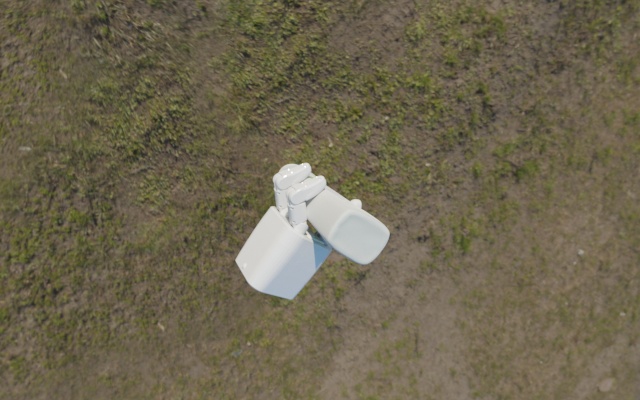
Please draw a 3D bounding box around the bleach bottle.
[{"bbox_3d":[0.000,0.002,0.754,0.103,0.068,0.250,33,6,-35],"label":"bleach bottle"}]
